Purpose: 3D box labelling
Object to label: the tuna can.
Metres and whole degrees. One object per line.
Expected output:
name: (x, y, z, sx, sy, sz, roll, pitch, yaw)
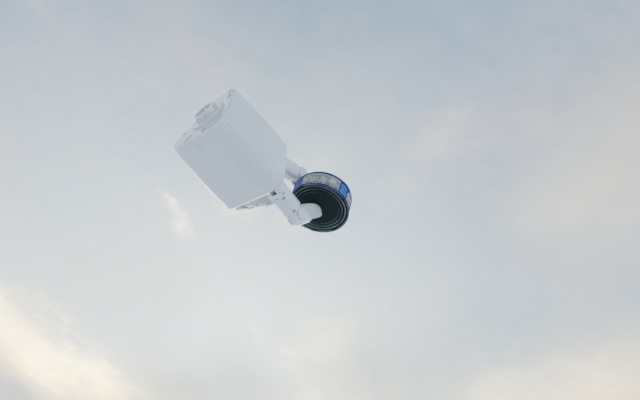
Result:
tuna can: (0.000, 0.002, 0.666, 0.086, 0.086, 0.033, 0, 39, 16)
